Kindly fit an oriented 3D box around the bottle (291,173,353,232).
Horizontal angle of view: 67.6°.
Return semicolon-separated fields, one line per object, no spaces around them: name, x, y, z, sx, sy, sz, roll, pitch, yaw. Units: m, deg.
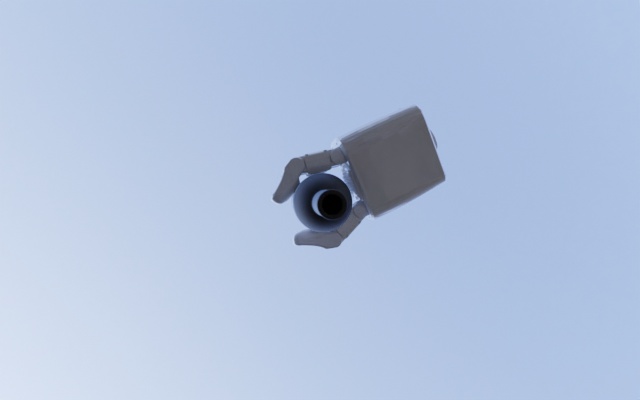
bottle;0.000;0.002;0.570;0.069;0.069;0.295;0;1;-4
